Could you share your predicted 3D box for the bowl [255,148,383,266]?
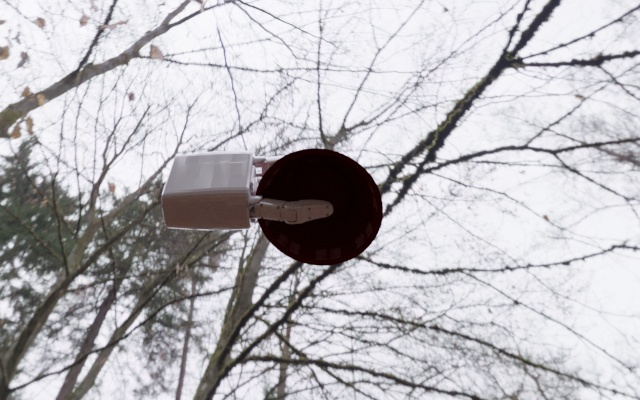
[{"bbox_3d":[0.001,0.002,0.618,0.162,0.162,0.055,0,24,8],"label":"bowl"}]
